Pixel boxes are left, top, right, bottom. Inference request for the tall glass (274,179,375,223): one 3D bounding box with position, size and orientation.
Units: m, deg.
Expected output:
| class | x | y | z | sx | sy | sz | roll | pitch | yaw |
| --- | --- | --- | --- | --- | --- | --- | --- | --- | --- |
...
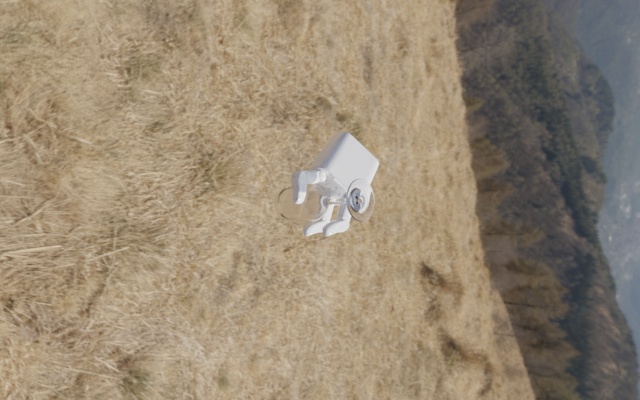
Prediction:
| class | x | y | z | sx | sy | sz | roll | pitch | yaw |
| --- | --- | --- | --- | --- | --- | --- | --- | --- | --- |
| tall glass | 0.001 | 0.003 | 0.891 | 0.079 | 0.079 | 0.201 | 0 | -2 | -45 |
